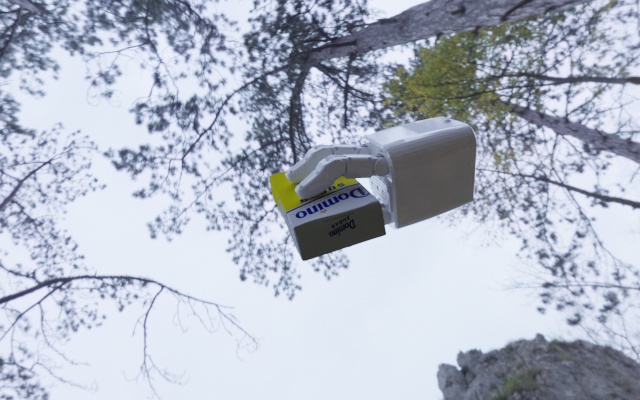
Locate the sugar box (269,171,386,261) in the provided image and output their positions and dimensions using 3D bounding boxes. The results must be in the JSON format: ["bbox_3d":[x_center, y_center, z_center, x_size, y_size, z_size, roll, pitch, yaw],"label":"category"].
[{"bbox_3d":[0.000,0.001,0.548,0.093,0.048,0.176,-17,20,-9],"label":"sugar box"}]
